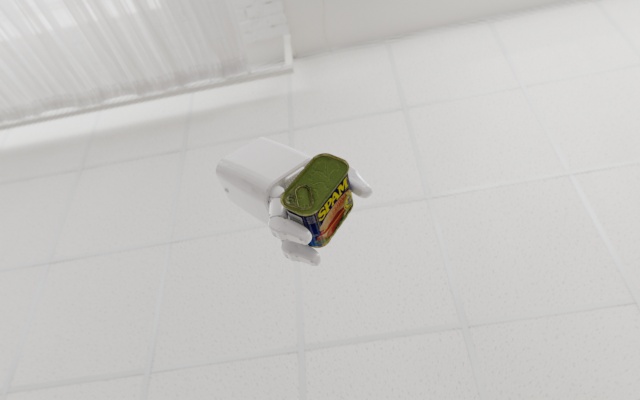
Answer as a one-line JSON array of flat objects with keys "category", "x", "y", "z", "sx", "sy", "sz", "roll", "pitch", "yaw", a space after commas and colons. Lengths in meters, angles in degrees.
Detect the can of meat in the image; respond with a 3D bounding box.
[{"category": "can of meat", "x": 0.000, "y": 0.002, "z": 0.645, "sx": 0.057, "sy": 0.102, "sz": 0.084, "roll": 24, "pitch": -29, "yaw": 27}]
